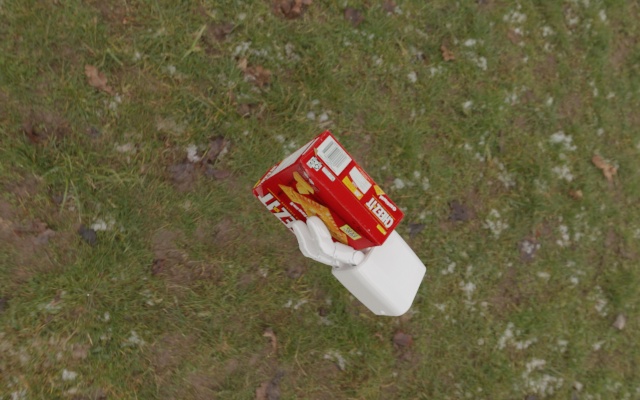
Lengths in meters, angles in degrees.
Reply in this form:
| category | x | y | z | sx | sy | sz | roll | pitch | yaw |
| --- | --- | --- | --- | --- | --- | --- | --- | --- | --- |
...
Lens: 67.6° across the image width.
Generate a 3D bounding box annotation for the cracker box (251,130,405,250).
| category | x | y | z | sx | sy | sz | roll | pitch | yaw |
| --- | --- | --- | --- | --- | --- | --- | --- | --- | --- |
| cracker box | 0.000 | 0.002 | 0.728 | 0.072 | 0.164 | 0.214 | -49 | 12 | -25 |
